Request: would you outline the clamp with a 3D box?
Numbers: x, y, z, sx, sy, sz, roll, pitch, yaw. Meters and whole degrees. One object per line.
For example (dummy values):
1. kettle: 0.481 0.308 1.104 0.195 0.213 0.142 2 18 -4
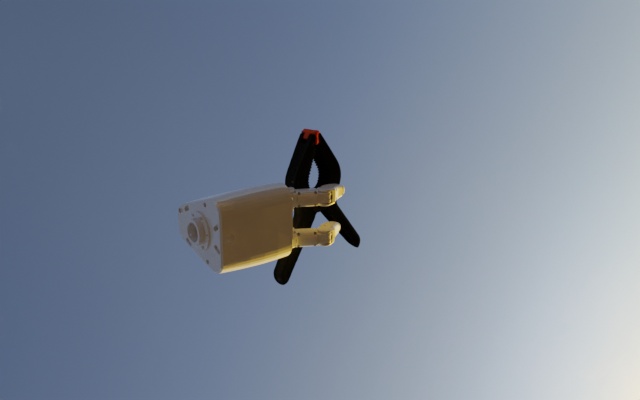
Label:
1. clamp: -0.001 0.002 0.683 0.164 0.210 0.036 -13 21 -43
